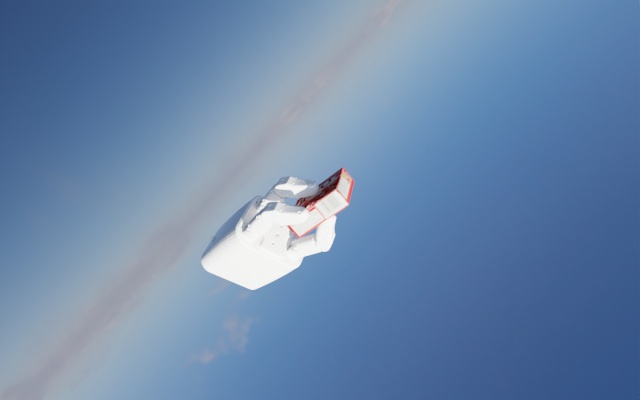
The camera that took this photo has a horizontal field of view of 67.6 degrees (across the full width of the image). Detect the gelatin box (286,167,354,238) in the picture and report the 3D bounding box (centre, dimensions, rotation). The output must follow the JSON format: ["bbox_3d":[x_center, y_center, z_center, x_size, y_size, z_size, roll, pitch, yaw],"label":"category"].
[{"bbox_3d":[0.001,0.002,0.642,0.089,0.030,0.073,-35,15,24],"label":"gelatin box"}]
